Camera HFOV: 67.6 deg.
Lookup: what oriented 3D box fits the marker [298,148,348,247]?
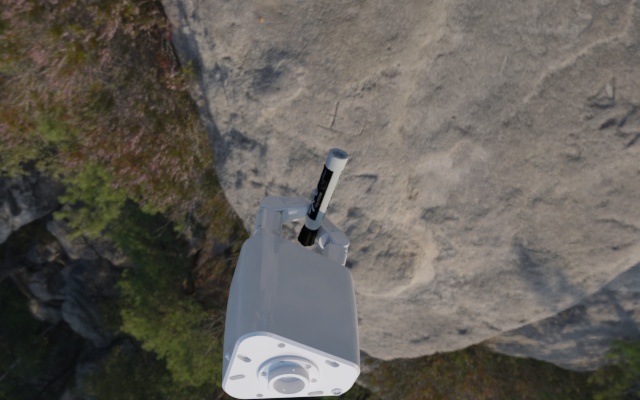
[{"bbox_3d":[0.000,0.002,0.484,0.020,0.121,0.020,14,36,-10],"label":"marker"}]
